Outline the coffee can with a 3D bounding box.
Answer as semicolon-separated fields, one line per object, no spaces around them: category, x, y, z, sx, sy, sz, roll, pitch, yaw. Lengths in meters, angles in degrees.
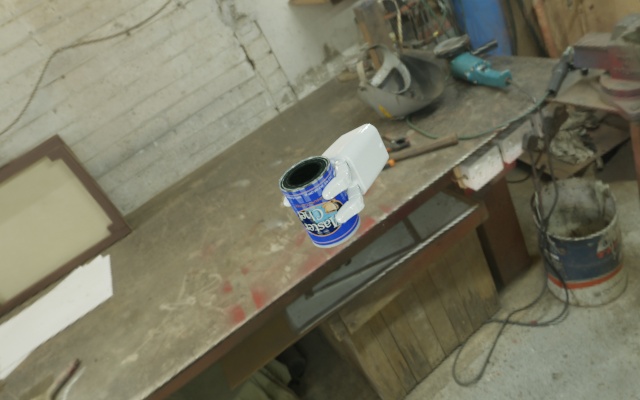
coffee can;0.000;0.003;0.884;0.103;0.140;0.102;-22;30;14
